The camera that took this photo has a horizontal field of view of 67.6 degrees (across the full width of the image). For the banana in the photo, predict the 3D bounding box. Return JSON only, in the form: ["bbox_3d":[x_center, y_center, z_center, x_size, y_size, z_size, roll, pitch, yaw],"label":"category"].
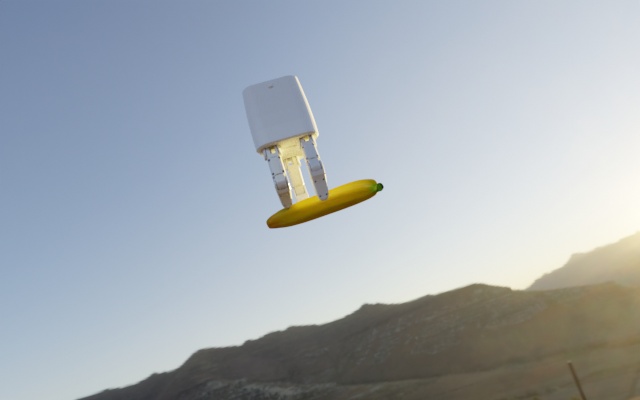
[{"bbox_3d":[0.010,0.002,0.746,0.198,0.037,0.069,-21,-10,20],"label":"banana"}]
